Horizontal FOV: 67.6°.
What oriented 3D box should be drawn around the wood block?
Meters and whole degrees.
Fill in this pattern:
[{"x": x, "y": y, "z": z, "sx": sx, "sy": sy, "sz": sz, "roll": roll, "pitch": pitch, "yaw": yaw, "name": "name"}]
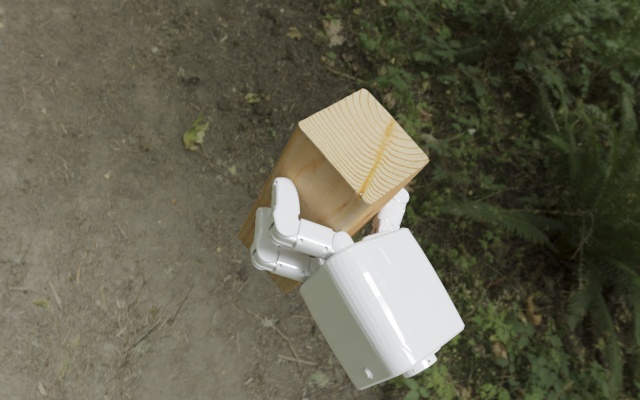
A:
[{"x": 0.001, "y": 0.002, "z": 0.475, "sx": 0.090, "sy": 0.090, "sz": 0.206, "roll": -34, "pitch": -11, "yaw": -36, "name": "wood block"}]
